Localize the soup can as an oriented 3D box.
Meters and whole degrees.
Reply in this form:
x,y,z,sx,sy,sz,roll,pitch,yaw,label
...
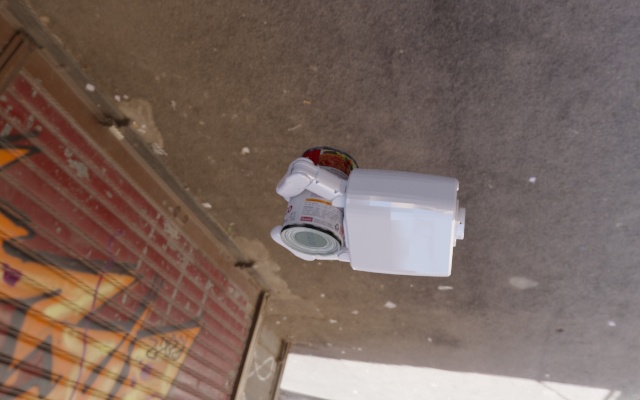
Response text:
x,y,z,sx,sy,sz,roll,pitch,yaw,label
0.000,0.002,0.521,0.068,0.102,0.068,10,-30,6,soup can
